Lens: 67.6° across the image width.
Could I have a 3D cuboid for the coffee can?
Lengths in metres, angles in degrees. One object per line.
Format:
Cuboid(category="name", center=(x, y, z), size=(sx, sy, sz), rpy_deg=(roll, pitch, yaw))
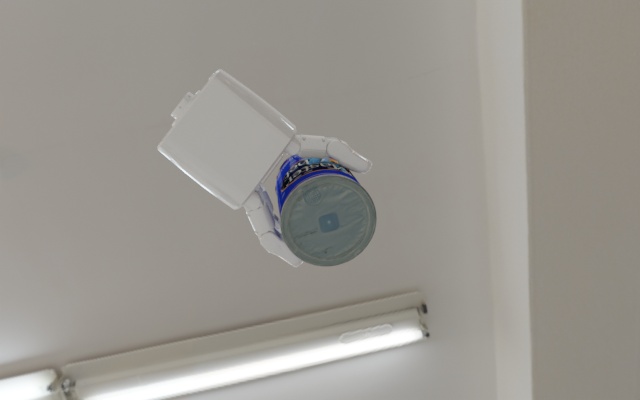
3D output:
Cuboid(category="coffee can", center=(0.000, 0.002, 0.566), size=(0.103, 0.103, 0.140), rpy_deg=(0, 18, -8))
